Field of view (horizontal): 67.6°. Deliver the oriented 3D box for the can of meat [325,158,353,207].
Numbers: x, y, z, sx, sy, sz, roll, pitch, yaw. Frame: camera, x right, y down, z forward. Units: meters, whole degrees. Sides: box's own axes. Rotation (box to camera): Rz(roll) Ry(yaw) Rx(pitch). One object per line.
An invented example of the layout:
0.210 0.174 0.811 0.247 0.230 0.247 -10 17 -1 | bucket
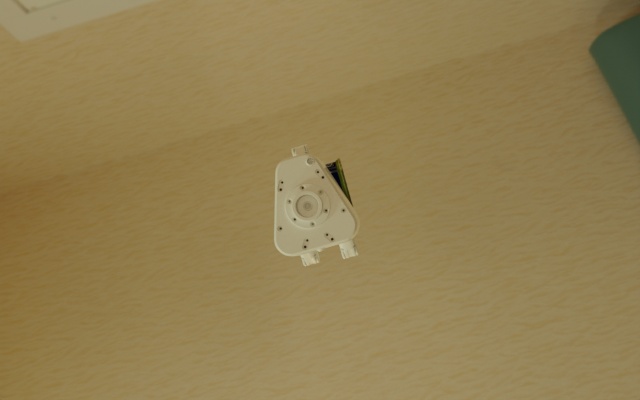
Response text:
0.000 0.002 0.662 0.084 0.102 0.057 -16 0 3 | can of meat
